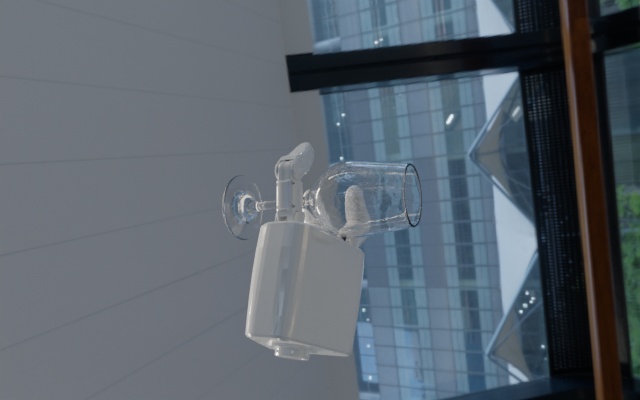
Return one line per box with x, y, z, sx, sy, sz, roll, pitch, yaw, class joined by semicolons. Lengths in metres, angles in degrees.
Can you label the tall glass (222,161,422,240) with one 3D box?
-0.001;0.002;0.501;0.201;0.079;0.079;-5;-2;27;tall glass
